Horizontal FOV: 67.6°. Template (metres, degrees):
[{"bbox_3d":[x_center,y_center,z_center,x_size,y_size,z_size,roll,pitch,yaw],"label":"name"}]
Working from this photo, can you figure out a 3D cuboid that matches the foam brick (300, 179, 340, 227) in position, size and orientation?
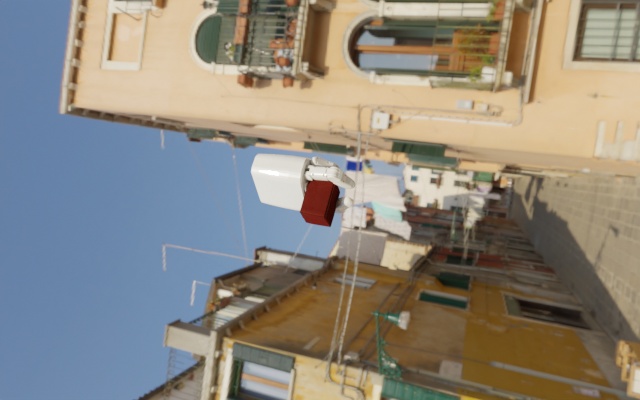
[{"bbox_3d":[0.000,0.003,0.894,0.051,0.078,0.053,9,-23,17],"label":"foam brick"}]
